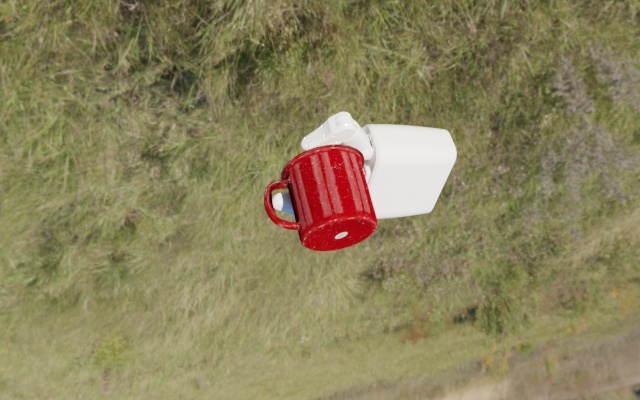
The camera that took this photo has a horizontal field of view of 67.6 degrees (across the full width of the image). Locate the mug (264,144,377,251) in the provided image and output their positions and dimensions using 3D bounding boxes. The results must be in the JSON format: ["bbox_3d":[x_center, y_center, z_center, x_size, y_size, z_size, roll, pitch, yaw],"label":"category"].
[{"bbox_3d":[-0.001,0.002,0.494,0.117,0.081,0.093,-3,-29,-20],"label":"mug"}]
